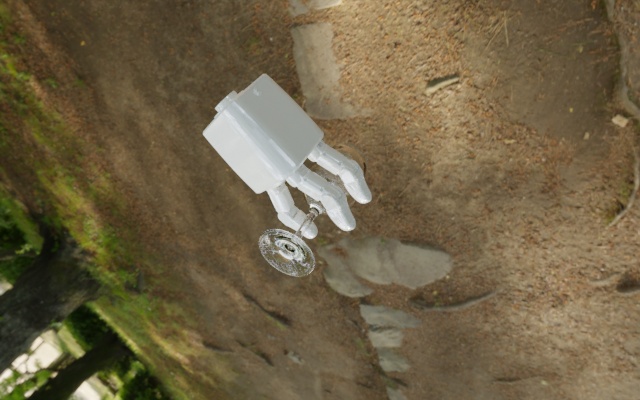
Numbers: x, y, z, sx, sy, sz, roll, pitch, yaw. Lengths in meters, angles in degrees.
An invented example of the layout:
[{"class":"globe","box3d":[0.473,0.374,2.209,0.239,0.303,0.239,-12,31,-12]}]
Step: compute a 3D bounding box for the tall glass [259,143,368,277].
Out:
[{"class":"tall glass","box3d":[0.000,0.003,0.626,0.079,0.079,0.201,0,37,31]}]
